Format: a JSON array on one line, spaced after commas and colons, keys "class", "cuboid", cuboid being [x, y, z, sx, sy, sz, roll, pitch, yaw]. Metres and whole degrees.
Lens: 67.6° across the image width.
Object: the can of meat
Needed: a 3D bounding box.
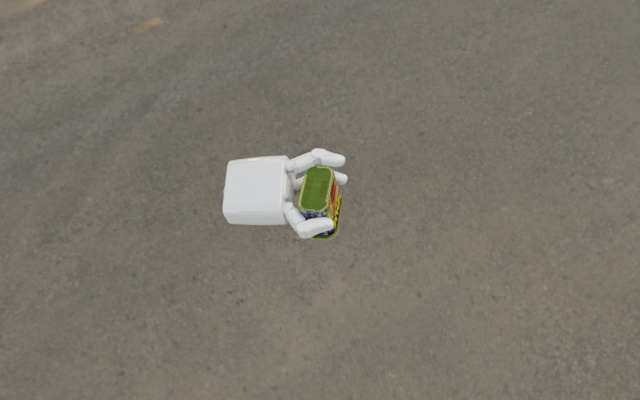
[{"class": "can of meat", "cuboid": [0.000, 0.003, 0.818, 0.057, 0.102, 0.084, 1, -36, 14]}]
